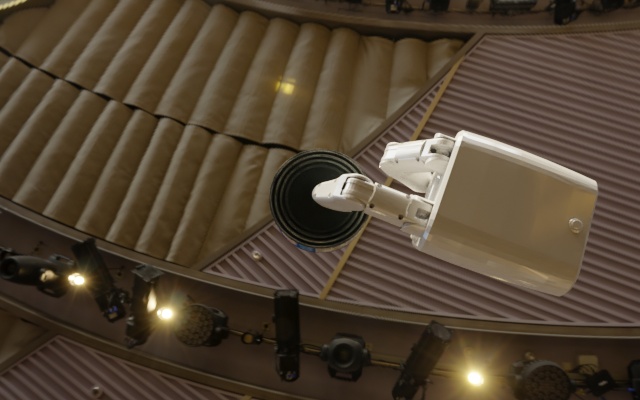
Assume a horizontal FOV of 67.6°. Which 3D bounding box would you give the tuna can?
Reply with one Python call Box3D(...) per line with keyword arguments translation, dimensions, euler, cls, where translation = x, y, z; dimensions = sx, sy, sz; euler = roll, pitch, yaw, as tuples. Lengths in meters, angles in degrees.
Box3D(translation=(0.000, 0.001, 0.411), dimensions=(0.086, 0.086, 0.034), euler=(0, -15, 0), cls="tuna can")
